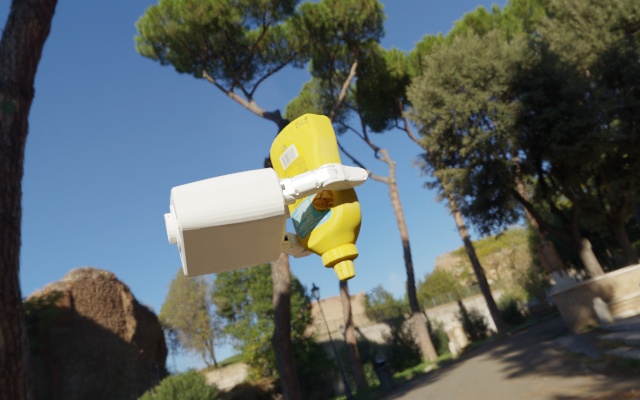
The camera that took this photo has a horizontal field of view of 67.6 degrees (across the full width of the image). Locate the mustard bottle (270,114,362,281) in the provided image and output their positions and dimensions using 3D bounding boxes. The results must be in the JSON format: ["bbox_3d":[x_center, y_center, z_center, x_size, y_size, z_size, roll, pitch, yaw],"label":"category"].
[{"bbox_3d":[0.000,0.002,0.558,0.058,0.191,0.096,0,-28,-41],"label":"mustard bottle"}]
